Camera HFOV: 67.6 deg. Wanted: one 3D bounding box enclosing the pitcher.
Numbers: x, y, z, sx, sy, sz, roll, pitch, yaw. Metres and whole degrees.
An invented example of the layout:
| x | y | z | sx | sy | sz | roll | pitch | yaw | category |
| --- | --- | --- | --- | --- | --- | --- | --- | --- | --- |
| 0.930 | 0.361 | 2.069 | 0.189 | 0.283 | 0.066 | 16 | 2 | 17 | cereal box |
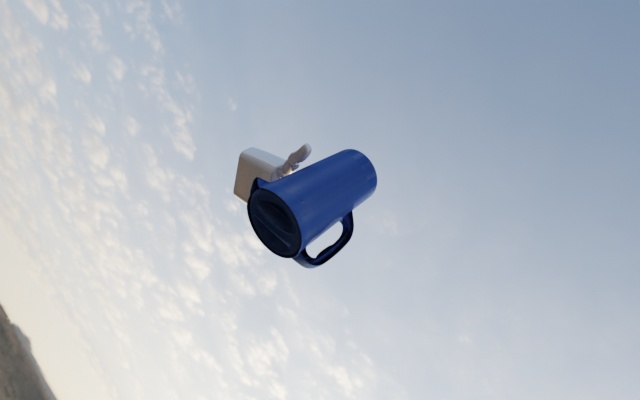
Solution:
| x | y | z | sx | sy | sz | roll | pitch | yaw | category |
| --- | --- | --- | --- | --- | --- | --- | --- | --- | --- |
| 0.000 | 0.003 | 0.879 | 0.145 | 0.149 | 0.242 | 25 | 40 | 35 | pitcher |
